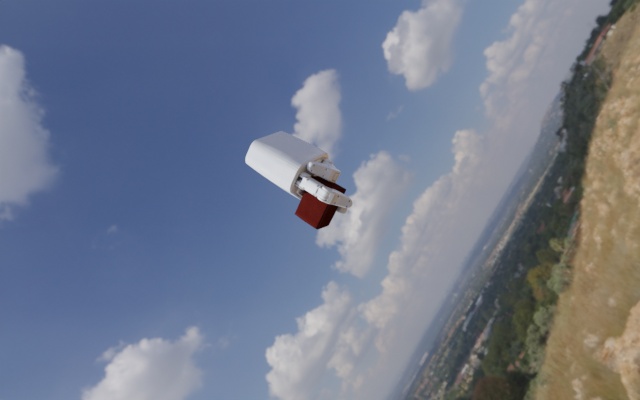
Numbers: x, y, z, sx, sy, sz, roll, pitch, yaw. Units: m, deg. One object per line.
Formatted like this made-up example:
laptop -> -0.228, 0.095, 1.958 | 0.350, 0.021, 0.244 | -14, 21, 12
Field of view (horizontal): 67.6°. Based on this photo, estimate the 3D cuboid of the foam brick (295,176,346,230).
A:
foam brick -> 0.000, 0.003, 0.838 | 0.051, 0.078, 0.053 | 30, 14, 19
